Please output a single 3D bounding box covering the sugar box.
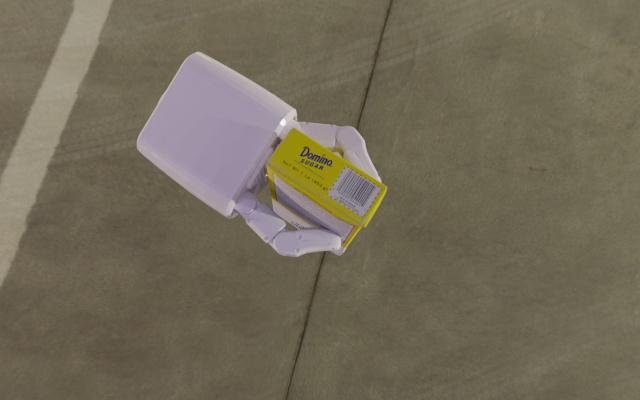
[{"bbox_3d":[0.000,0.001,0.456,0.093,0.048,0.176,34,-11,4],"label":"sugar box"}]
